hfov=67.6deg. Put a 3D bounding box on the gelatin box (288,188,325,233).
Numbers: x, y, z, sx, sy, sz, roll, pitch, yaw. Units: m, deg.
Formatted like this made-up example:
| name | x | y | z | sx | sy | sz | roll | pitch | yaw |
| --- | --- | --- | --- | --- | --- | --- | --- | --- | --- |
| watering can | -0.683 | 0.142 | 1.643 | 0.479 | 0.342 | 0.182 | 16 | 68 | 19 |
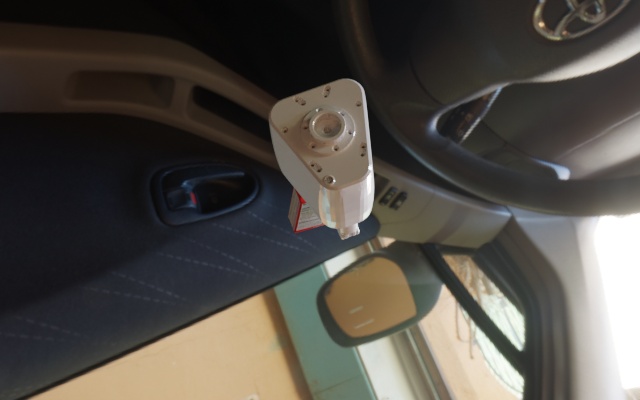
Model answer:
| name | x | y | z | sx | sy | sz | roll | pitch | yaw |
| --- | --- | --- | --- | --- | --- | --- | --- | --- | --- |
| gelatin box | 0.000 | 0.003 | 0.603 | 0.073 | 0.030 | 0.089 | -16 | -25 | -16 |
